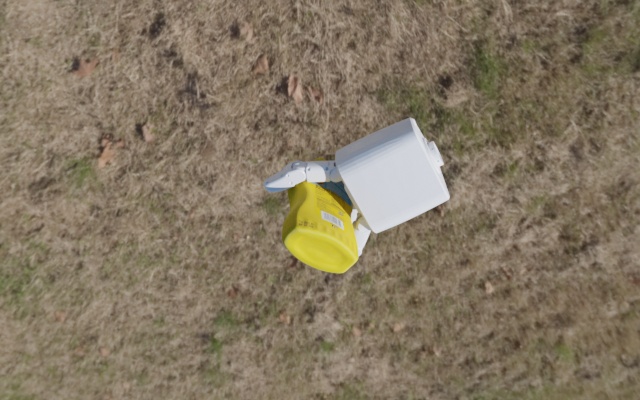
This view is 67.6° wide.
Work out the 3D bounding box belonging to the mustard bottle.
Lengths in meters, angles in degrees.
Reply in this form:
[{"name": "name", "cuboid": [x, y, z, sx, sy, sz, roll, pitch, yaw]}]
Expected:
[{"name": "mustard bottle", "cuboid": [0.000, 0.002, 0.635, 0.096, 0.058, 0.191, 28, 34, -21]}]
